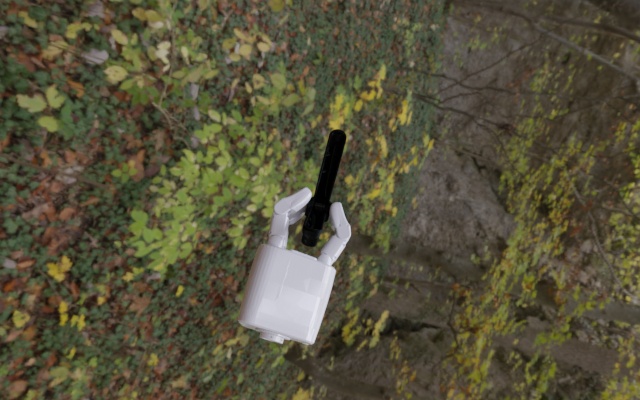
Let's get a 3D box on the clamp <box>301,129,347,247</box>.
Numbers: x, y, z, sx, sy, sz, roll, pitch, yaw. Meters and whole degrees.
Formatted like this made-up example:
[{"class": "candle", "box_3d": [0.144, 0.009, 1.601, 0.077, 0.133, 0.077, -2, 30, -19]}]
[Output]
[{"class": "clamp", "box_3d": [0.001, 0.003, 0.709, 0.036, 0.164, 0.210, 16, -19, 1]}]
